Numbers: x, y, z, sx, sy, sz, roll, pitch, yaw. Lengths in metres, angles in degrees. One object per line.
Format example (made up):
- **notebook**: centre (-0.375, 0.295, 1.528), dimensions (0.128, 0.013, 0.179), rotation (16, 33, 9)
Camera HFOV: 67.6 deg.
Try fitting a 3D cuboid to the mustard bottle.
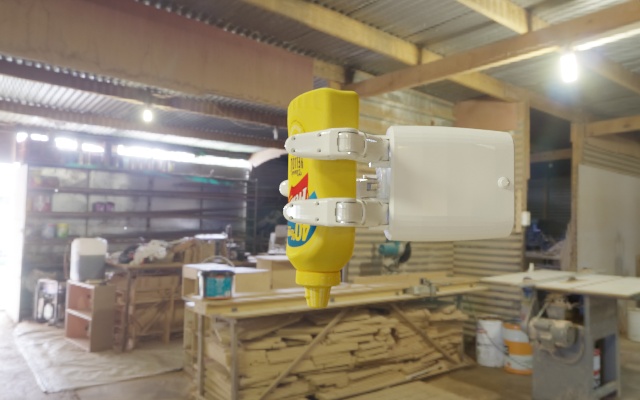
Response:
- **mustard bottle**: centre (0.000, 0.001, 0.441), dimensions (0.058, 0.191, 0.096), rotation (2, -3, -24)
